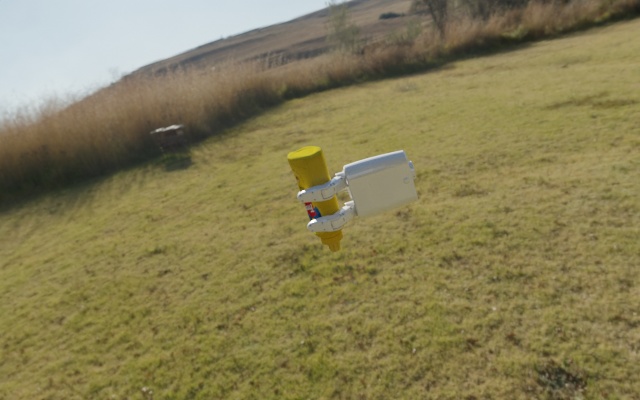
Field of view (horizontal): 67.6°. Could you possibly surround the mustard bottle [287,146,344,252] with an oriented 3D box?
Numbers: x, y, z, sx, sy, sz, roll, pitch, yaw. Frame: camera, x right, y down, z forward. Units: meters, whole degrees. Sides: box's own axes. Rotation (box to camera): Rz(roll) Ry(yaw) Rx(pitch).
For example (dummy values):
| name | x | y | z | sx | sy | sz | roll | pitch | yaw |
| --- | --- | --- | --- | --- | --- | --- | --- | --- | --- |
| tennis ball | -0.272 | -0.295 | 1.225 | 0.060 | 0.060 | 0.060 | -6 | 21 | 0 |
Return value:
| name | x | y | z | sx | sy | sz | roll | pitch | yaw |
| --- | --- | --- | --- | --- | --- | --- | --- | --- | --- |
| mustard bottle | 0.000 | 0.003 | 0.844 | 0.058 | 0.192 | 0.096 | -24 | 17 | -17 |
